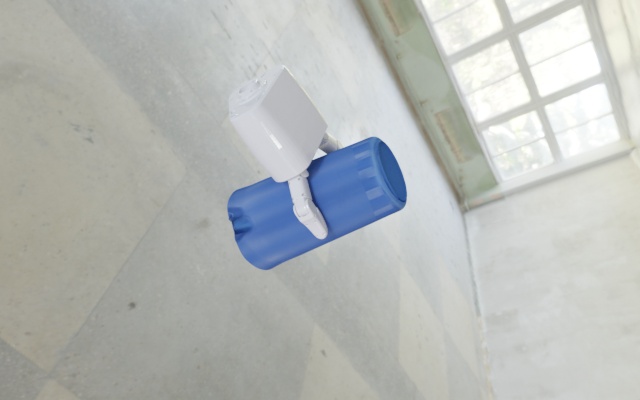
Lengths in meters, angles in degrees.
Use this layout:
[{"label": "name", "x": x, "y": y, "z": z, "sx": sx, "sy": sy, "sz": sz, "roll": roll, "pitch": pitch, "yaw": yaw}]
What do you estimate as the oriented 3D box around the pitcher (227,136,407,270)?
[{"label": "pitcher", "x": 0.000, "y": 0.002, "z": 0.700, "sx": 0.243, "sy": 0.145, "sz": 0.149, "roll": -23, "pitch": 34, "yaw": 24}]
